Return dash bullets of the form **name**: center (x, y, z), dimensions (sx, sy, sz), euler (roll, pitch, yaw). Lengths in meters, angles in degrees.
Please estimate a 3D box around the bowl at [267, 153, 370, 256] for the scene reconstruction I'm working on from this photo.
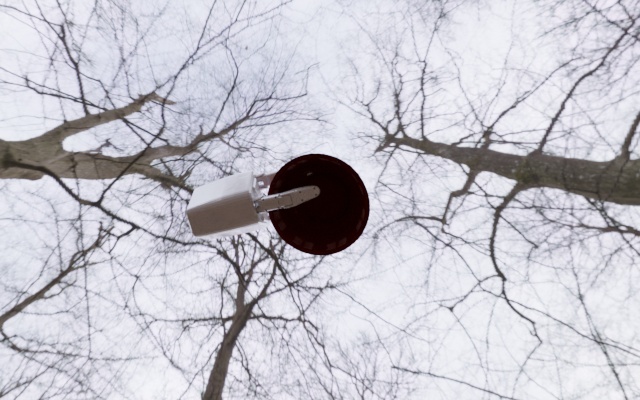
- **bowl**: center (0.002, 0.002, 0.755), dimensions (0.162, 0.162, 0.055), euler (0, 13, 12)
